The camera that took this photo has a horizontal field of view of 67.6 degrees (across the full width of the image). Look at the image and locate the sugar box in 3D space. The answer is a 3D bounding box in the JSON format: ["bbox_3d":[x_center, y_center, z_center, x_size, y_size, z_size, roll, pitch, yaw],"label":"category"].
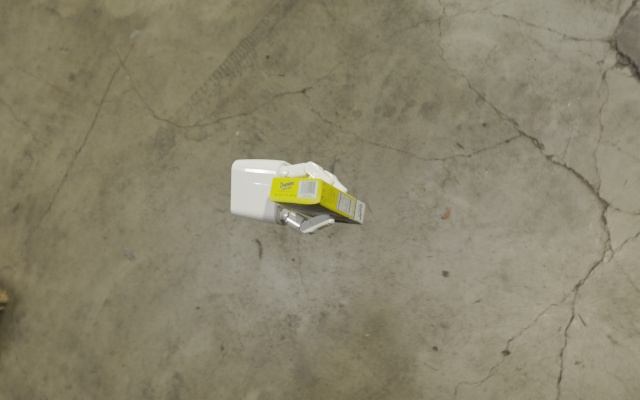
[{"bbox_3d":[0.000,0.002,0.816,0.093,0.048,0.176,4,-9,28],"label":"sugar box"}]
